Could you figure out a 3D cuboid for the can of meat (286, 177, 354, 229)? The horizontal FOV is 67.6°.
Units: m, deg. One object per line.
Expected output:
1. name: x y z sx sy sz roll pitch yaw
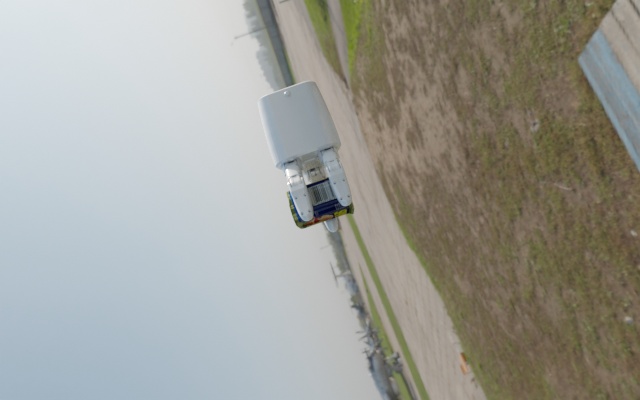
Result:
1. can of meat: 0.000 0.002 0.689 0.084 0.057 0.102 -19 -8 0
